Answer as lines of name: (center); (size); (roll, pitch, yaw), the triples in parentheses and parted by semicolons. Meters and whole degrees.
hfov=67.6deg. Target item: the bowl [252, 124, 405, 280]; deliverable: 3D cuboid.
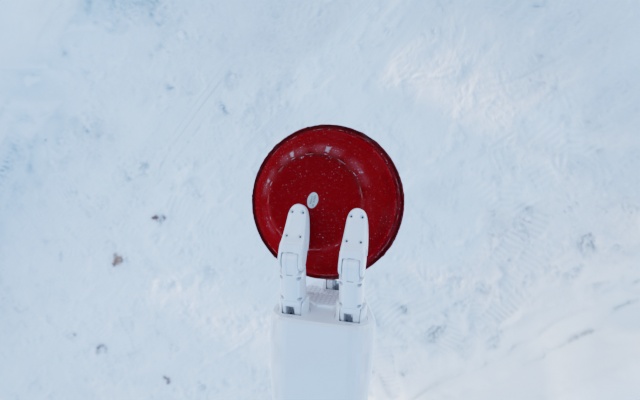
bowl: (0.000, 0.000, 0.470); (0.162, 0.162, 0.055); (0, 0, 12)
